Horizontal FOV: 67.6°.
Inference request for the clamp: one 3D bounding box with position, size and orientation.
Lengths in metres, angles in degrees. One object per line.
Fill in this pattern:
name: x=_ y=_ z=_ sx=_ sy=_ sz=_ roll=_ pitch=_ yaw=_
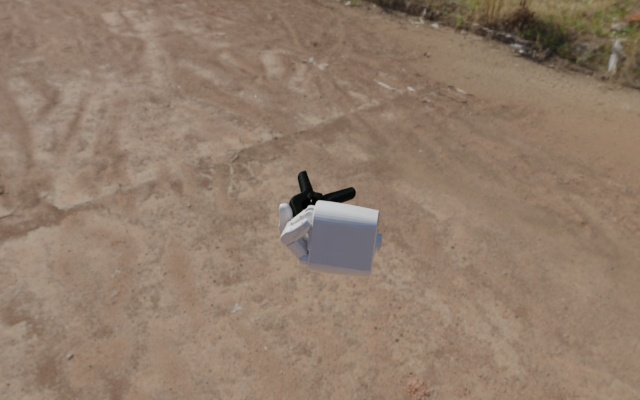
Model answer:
clamp: x=0.000 y=0.002 z=0.888 sx=0.120 sy=0.039 sz=0.171 roll=10 pitch=35 yaw=6
